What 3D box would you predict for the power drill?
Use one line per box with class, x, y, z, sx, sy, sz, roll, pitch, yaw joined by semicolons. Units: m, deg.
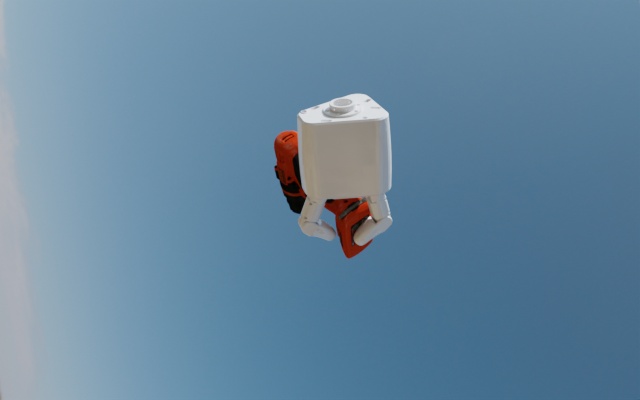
power drill;0.000;0.002;0.740;0.057;0.187;0.185;-37;-32;-18
